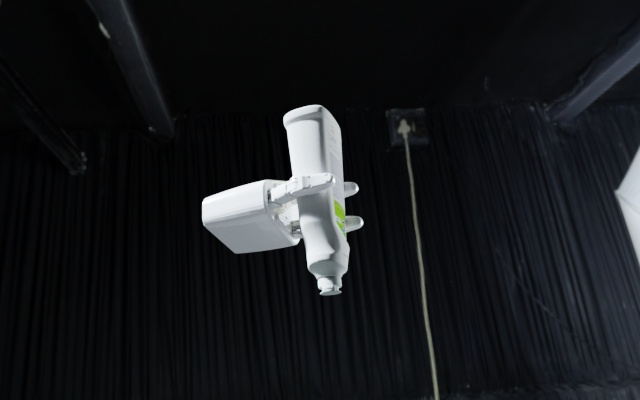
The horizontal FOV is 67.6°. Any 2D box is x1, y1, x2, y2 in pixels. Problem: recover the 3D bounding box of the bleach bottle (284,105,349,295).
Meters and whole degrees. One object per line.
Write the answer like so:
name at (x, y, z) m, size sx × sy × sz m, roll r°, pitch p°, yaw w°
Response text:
bleach bottle at (0.000, 0.002, 0.662) m, size 0.068 × 0.250 × 0.102 m, roll -12°, pitch -21°, yaw 19°
